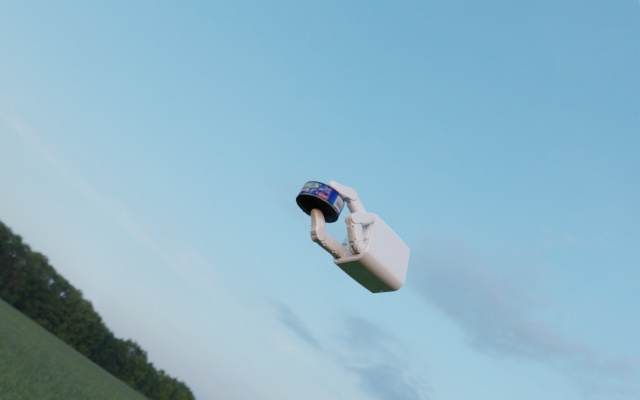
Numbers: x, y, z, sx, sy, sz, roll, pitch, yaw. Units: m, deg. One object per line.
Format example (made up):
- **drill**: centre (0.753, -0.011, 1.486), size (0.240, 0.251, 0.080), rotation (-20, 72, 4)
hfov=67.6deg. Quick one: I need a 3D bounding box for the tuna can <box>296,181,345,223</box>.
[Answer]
- **tuna can**: centre (0.000, 0.002, 0.870), size (0.086, 0.033, 0.086), rotation (22, -28, 12)
